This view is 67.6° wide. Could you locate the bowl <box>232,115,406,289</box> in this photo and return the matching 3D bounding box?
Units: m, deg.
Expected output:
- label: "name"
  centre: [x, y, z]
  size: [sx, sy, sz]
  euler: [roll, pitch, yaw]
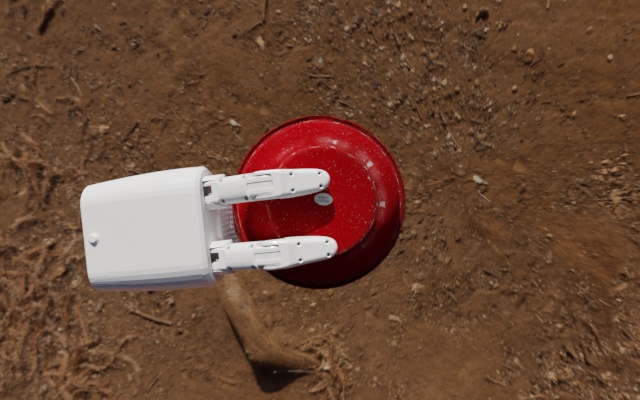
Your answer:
- label: "bowl"
  centre: [0.001, 0.001, 0.418]
  size: [0.162, 0.162, 0.055]
  euler: [0, 0, -2]
